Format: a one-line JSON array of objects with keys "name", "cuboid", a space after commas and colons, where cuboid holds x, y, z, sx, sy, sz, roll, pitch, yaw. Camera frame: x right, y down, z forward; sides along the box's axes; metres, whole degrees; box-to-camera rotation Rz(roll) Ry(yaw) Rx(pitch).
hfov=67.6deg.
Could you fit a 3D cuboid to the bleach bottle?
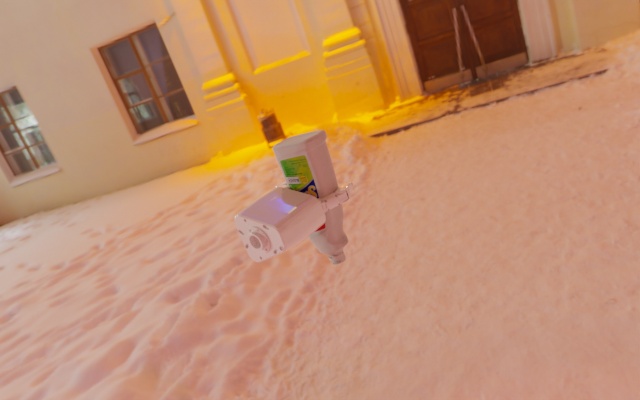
[{"name": "bleach bottle", "cuboid": [0.000, 0.003, 0.877, 0.102, 0.251, 0.068, -5, 23, 41]}]
